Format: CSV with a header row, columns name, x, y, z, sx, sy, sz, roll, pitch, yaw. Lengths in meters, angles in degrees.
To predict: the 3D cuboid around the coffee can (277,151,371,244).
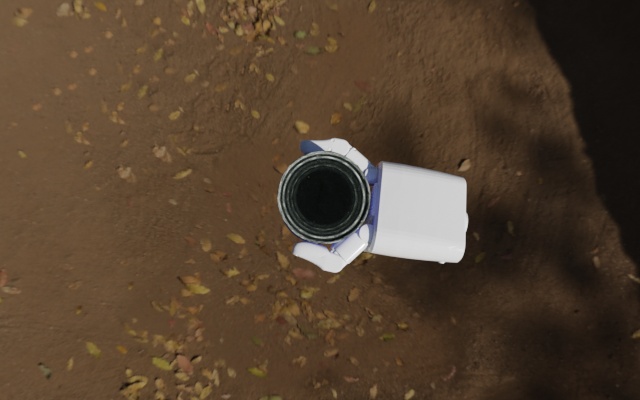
name,x,y,z,sx,sy,sz,roll,pitch,yaw
coffee can,0.000,0.002,0.589,0.103,0.103,0.140,0,-5,-3
